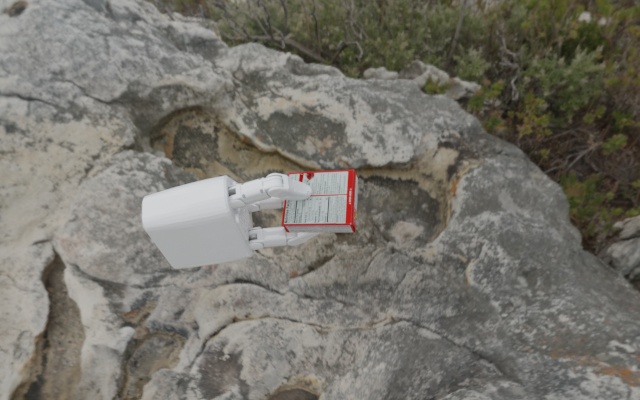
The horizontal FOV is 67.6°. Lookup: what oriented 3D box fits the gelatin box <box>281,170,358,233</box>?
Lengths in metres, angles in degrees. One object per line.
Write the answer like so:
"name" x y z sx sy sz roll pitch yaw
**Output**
"gelatin box" 0.000 0.002 0.589 0.089 0.073 0.030 -2 -25 14
